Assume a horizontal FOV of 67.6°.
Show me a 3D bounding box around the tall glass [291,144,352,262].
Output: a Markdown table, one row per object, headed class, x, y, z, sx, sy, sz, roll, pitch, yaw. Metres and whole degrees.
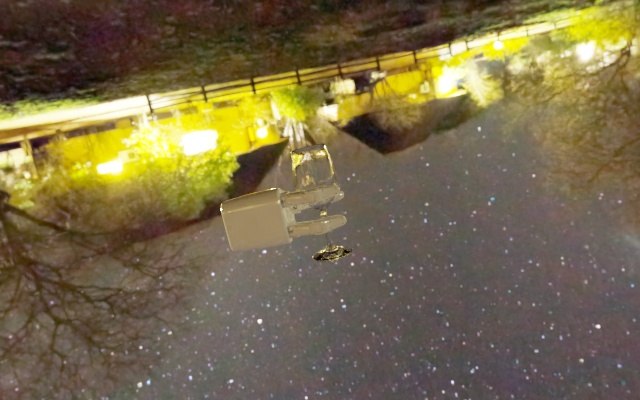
| class | x | y | z | sx | sy | sz | roll | pitch | yaw |
| --- | --- | --- | --- | --- | --- | --- | --- | --- | --- |
| tall glass | 0.000 | 0.003 | 0.856 | 0.079 | 0.201 | 0.079 | -12 | 11 | 2 |
